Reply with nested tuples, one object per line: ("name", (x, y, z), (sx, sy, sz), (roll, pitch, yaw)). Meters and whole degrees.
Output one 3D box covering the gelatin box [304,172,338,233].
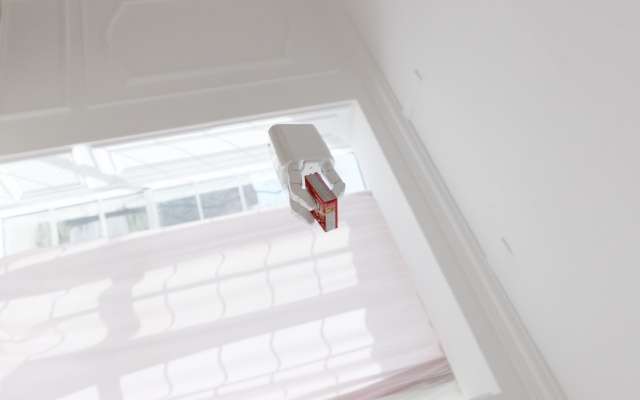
("gelatin box", (0.001, 0.003, 0.871), (0.030, 0.073, 0.089), (-19, 44, -18))
